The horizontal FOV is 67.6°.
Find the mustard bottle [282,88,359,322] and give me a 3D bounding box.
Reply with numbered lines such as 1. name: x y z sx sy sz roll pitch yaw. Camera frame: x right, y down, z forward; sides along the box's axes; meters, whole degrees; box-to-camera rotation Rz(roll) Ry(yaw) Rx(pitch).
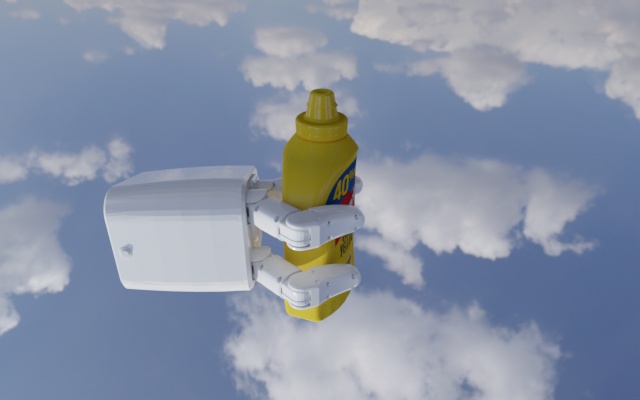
1. mustard bottle: 0.000 0.002 0.405 0.058 0.192 0.096 11 31 20
